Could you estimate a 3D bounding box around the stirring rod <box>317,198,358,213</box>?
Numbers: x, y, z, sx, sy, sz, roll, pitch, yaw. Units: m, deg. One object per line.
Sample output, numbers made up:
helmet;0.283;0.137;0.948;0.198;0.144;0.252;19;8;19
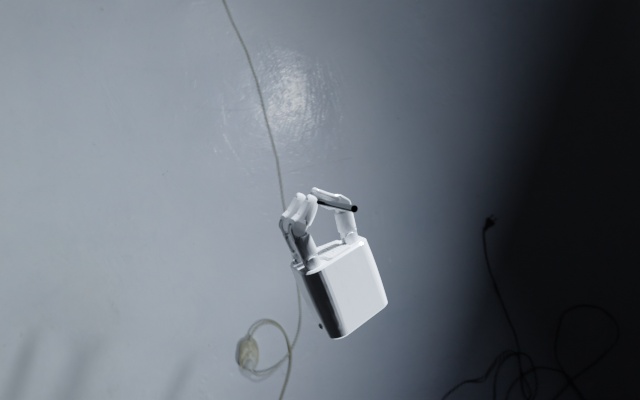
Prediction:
stirring rod;0.000;0.002;0.630;0.011;0.011;0.239;0;3;-18
